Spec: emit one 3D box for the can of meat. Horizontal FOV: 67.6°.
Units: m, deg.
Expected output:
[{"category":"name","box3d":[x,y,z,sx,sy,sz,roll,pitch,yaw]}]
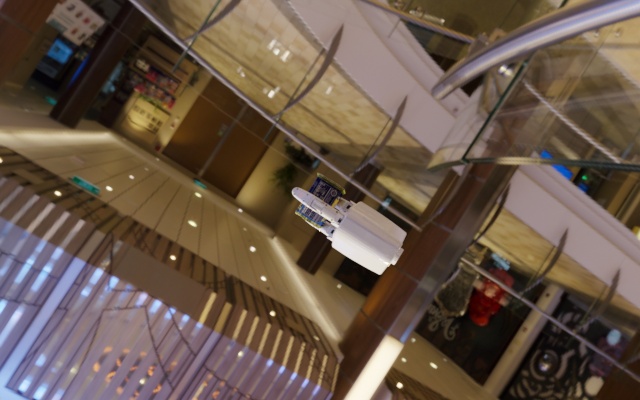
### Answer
[{"category":"can of meat","box3d":[0.000,0.003,0.875,0.057,0.084,0.102,32,-1,6]}]
